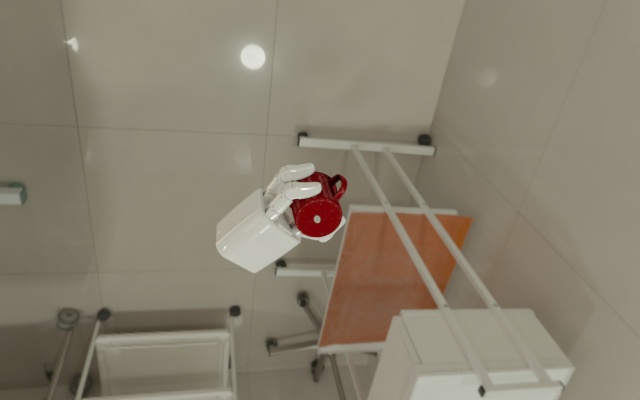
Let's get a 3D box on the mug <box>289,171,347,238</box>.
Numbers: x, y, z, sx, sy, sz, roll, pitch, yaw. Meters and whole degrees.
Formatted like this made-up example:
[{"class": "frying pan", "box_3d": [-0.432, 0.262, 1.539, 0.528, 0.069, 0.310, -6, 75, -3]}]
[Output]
[{"class": "mug", "box_3d": [0.001, 0.002, 0.817, 0.093, 0.117, 0.081, 42, 17, -31]}]
